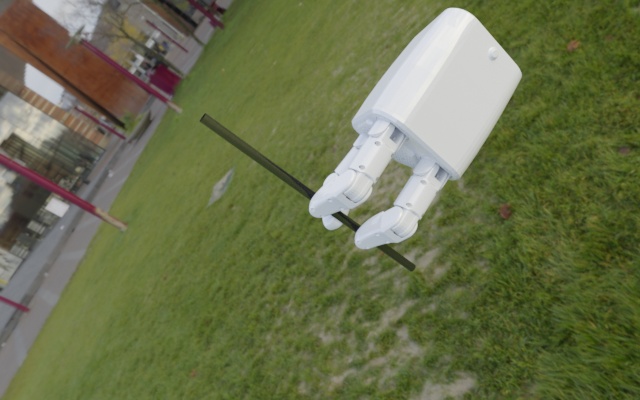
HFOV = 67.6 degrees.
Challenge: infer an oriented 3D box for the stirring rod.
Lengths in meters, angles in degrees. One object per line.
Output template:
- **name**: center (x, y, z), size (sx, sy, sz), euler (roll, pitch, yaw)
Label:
- **stirring rod**: center (0.000, 0.001, 0.409), size (0.239, 0.011, 0.011), euler (36, -17, -25)
